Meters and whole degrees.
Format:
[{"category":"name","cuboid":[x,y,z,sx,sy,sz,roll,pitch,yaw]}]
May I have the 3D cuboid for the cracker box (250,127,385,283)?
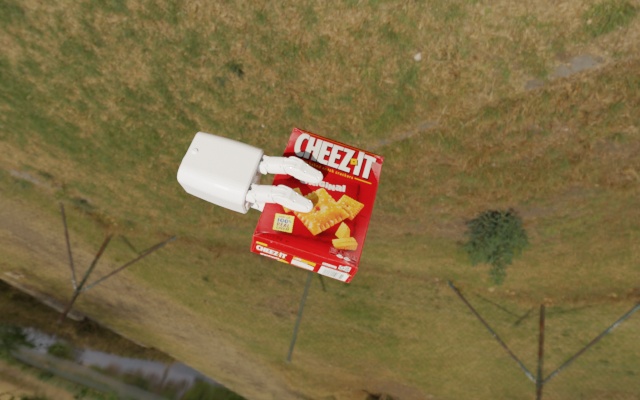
[{"category":"cracker box","cuboid":[0.000,0.003,0.765,0.164,0.213,0.072,18,-30,-2]}]
